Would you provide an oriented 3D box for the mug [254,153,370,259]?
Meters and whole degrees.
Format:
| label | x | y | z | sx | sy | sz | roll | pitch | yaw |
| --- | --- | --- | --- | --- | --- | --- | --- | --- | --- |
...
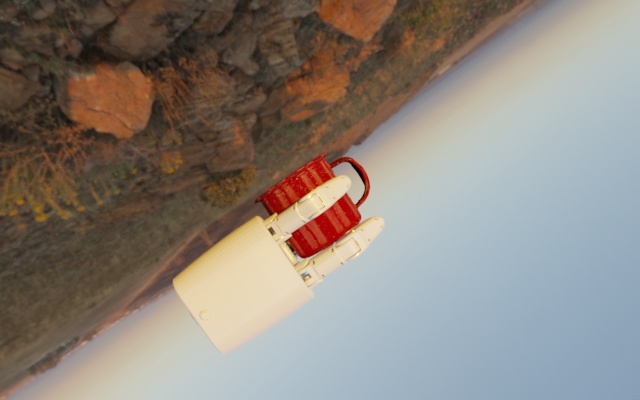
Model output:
| label | x | y | z | sx | sy | sz | roll | pitch | yaw |
| --- | --- | --- | --- | --- | --- | --- | --- | --- | --- |
| mug | 0.001 | 0.001 | 0.513 | 0.117 | 0.081 | 0.093 | -35 | 2 | -3 |
